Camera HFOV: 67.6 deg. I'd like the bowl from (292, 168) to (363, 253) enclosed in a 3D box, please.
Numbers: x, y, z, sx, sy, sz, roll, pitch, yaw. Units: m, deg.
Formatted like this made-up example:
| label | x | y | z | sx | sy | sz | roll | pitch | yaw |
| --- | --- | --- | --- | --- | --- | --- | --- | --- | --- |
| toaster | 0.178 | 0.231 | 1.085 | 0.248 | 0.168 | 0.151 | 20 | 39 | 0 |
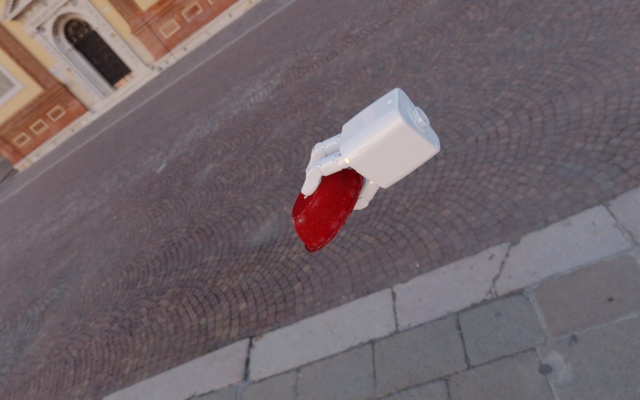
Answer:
| label | x | y | z | sx | sy | sz | roll | pitch | yaw |
| --- | --- | --- | --- | --- | --- | --- | --- | --- | --- |
| bowl | -0.001 | 0.003 | 0.785 | 0.055 | 0.162 | 0.162 | 31 | -10 | -16 |
